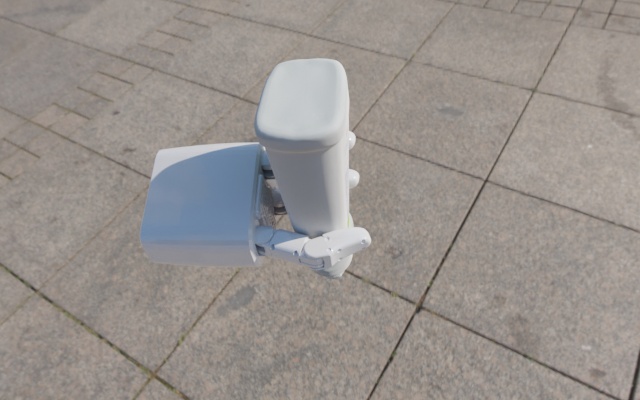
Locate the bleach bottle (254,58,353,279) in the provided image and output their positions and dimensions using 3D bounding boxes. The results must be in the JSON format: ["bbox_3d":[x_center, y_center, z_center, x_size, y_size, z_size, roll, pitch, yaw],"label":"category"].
[{"bbox_3d":[0.000,0.001,0.448,0.068,0.102,0.251,-1,-42,8],"label":"bleach bottle"}]
